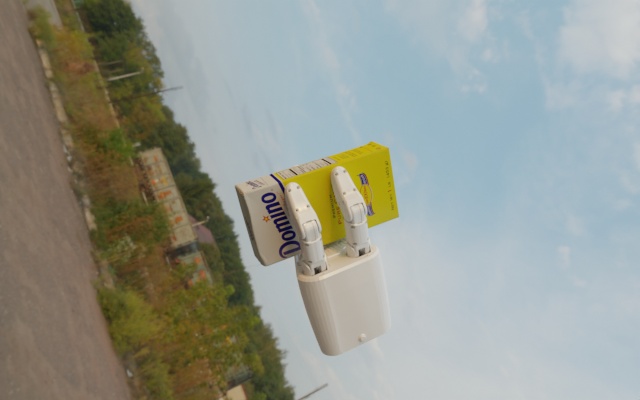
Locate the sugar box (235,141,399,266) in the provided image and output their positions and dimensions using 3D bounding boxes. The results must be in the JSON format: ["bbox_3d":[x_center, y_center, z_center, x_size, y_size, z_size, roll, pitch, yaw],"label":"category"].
[{"bbox_3d":[0.000,0.002,0.548,0.176,0.093,0.048,-21,23,-18],"label":"sugar box"}]
